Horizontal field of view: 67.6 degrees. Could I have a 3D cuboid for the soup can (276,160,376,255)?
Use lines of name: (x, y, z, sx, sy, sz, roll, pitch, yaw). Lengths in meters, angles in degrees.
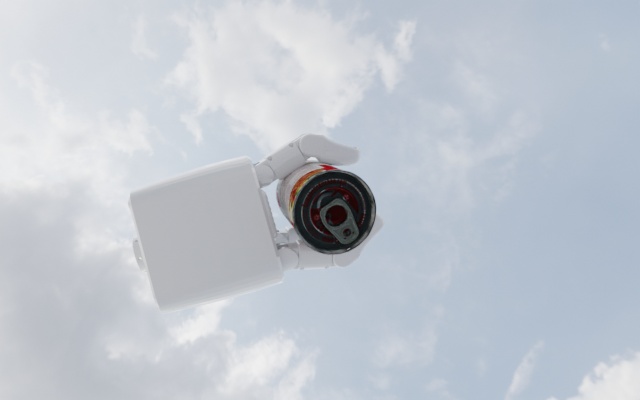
soup can: (0.000, 0.001, 0.419, 0.068, 0.068, 0.102, 0, 10, -13)
